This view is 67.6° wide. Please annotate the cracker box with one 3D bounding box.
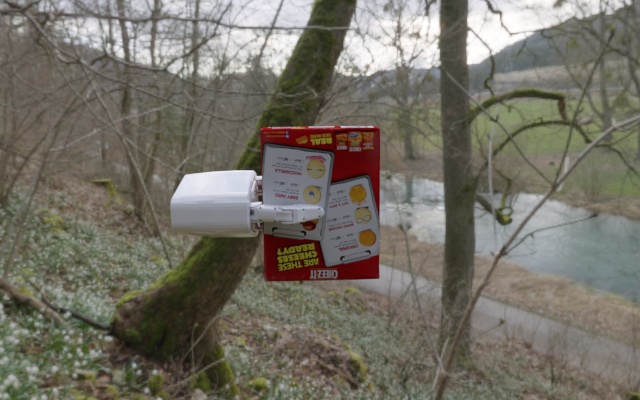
[{"bbox_3d":[0.000,0.002,0.683,0.164,0.214,0.072,-1,10,0],"label":"cracker box"}]
